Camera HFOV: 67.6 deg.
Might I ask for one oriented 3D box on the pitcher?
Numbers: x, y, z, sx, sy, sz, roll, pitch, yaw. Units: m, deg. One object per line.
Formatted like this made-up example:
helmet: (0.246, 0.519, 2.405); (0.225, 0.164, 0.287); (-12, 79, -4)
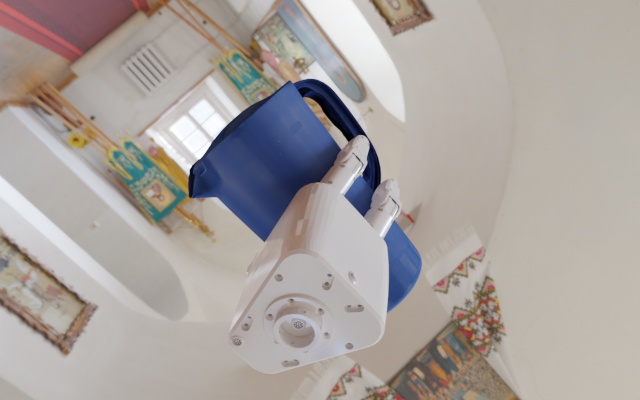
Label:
pitcher: (0.000, 0.002, 0.497); (0.149, 0.243, 0.145); (-37, 15, 19)
